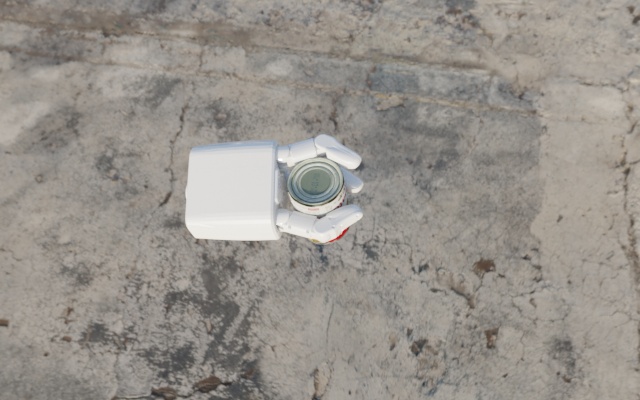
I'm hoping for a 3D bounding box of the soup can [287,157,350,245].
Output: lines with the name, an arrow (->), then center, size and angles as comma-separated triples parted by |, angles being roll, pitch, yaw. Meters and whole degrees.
soup can -> 0.001, 0.002, 0.584 | 0.068, 0.068, 0.102 | 0, -30, 8
